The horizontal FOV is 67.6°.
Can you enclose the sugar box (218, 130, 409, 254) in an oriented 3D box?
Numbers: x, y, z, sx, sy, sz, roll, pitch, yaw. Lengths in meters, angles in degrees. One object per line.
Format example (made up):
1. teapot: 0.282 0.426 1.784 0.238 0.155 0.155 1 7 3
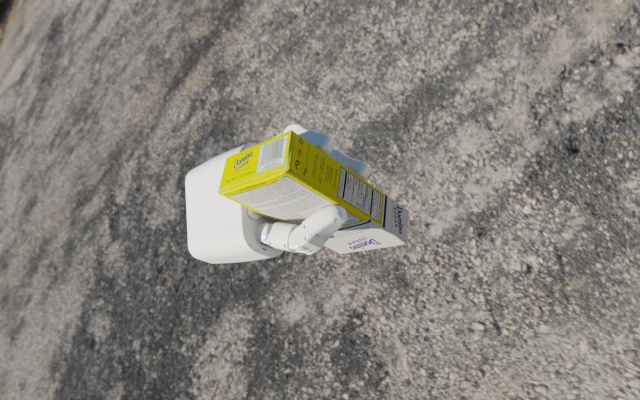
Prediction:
1. sugar box: 0.000 0.001 0.468 0.093 0.048 0.176 -14 -30 40
